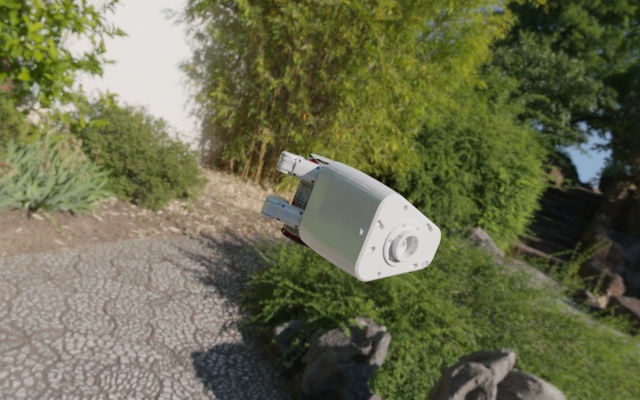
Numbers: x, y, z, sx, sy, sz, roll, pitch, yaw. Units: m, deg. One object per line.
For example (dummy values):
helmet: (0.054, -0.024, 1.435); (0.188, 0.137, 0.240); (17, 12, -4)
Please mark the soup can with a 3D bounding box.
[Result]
soup can: (0.000, 0.001, 0.583); (0.068, 0.102, 0.068); (20, 9, -3)
